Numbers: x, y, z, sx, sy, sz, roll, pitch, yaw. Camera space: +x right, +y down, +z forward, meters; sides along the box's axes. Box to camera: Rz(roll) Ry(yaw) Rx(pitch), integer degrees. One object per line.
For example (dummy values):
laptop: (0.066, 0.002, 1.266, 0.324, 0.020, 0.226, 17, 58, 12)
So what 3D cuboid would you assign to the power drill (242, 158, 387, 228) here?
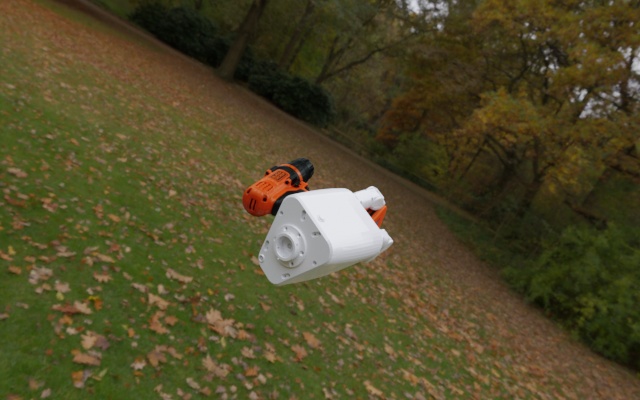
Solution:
power drill: (0.000, 0.003, 0.723, 0.187, 0.057, 0.184, 24, 31, 15)
